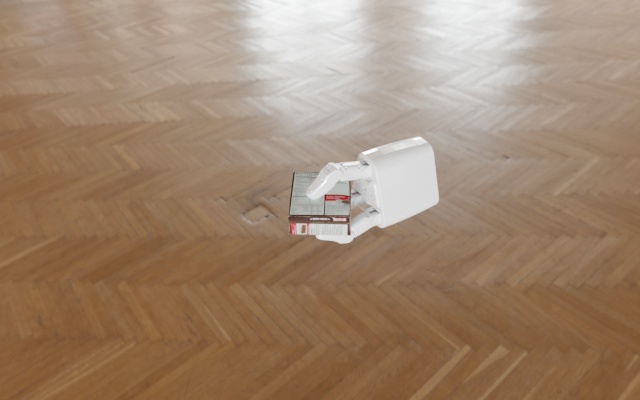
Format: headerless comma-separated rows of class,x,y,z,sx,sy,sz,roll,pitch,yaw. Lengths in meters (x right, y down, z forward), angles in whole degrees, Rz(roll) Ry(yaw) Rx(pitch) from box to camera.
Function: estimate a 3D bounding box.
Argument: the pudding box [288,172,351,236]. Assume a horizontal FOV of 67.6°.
pudding box,0.000,0.002,0.705,0.090,0.039,0.113,0,36,2
